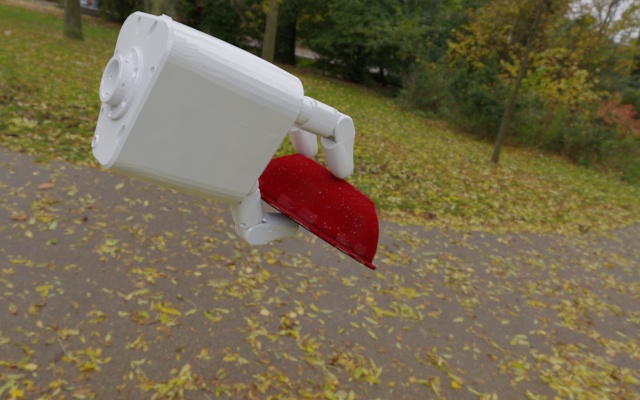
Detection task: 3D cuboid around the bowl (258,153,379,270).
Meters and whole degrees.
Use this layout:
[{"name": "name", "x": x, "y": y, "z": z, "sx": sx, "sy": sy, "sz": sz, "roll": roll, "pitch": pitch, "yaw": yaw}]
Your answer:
[{"name": "bowl", "x": 0.001, "y": 0.002, "z": 0.467, "sx": 0.162, "sy": 0.055, "sz": 0.162, "roll": 33, "pitch": -2, "yaw": 1}]
